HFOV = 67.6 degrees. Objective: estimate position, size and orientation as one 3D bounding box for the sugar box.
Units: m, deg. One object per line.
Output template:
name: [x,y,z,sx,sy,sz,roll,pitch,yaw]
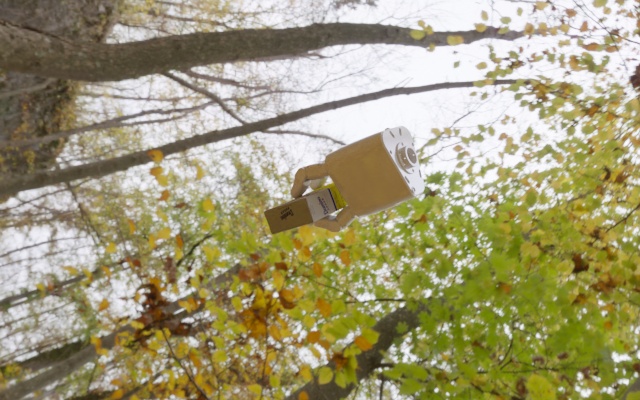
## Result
sugar box: [0.000,0.002,0.787,0.093,0.048,0.176,-18,1,38]
